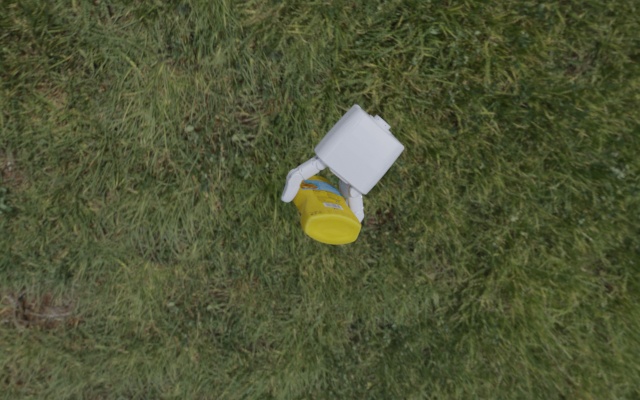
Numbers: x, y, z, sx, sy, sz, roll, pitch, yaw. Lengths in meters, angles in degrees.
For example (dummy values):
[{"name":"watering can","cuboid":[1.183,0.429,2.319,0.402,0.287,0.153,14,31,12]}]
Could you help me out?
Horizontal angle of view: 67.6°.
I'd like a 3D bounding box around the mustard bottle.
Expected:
[{"name":"mustard bottle","cuboid":[0.000,0.003,0.845,0.096,0.058,0.191,9,26,-19]}]
